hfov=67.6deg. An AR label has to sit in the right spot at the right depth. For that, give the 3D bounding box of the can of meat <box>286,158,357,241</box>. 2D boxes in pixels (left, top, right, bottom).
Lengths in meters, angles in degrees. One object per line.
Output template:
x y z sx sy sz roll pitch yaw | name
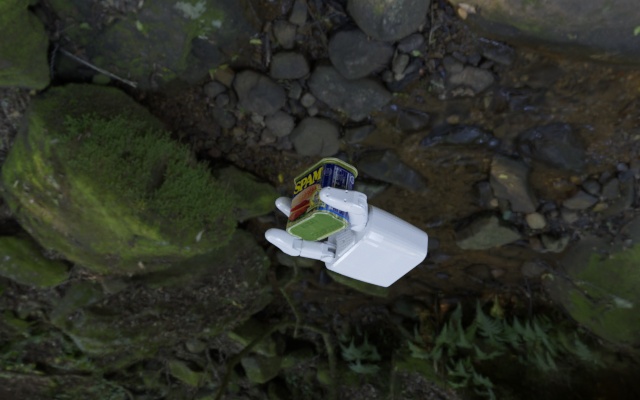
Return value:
0.000 0.002 0.655 0.057 0.084 0.102 25 -32 -26 | can of meat
